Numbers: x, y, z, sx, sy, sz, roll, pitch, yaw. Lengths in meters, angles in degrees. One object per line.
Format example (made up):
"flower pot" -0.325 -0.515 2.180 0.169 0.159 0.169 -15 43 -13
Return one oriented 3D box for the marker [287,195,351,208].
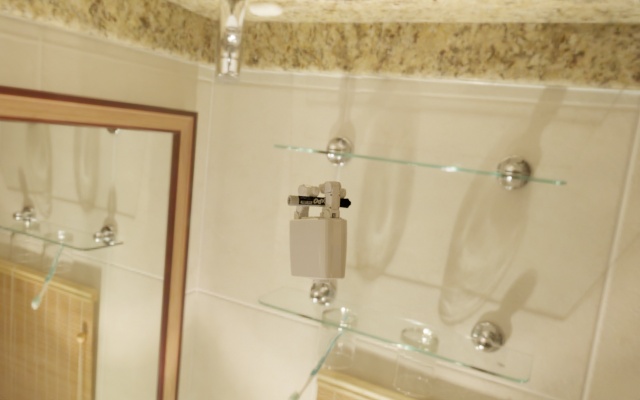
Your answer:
"marker" 0.000 0.003 0.849 0.121 0.020 0.020 3 -1 -26
